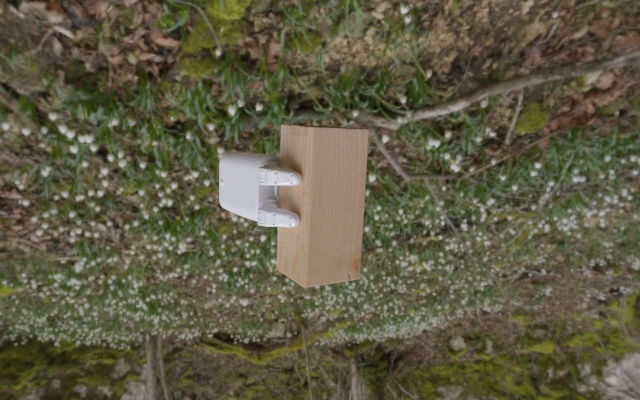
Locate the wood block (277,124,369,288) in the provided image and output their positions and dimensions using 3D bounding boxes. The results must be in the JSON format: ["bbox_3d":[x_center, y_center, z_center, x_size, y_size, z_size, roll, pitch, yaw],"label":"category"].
[{"bbox_3d":[0.000,0.002,0.656,0.091,0.206,0.090,-4,12,-31],"label":"wood block"}]
